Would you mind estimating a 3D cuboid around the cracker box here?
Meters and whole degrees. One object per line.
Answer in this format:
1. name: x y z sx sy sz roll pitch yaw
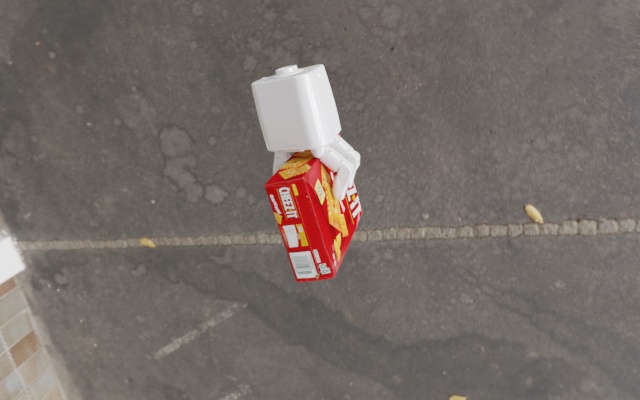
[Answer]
1. cracker box: 0.000 0.003 0.763 0.072 0.164 0.213 -9 22 21
